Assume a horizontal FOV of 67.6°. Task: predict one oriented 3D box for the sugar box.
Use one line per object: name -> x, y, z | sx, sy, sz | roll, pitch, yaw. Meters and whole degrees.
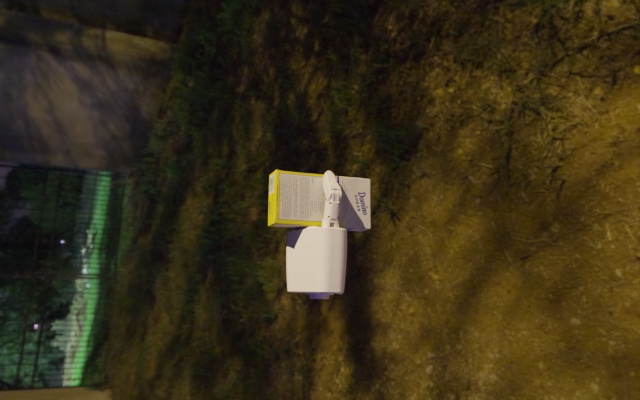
sugar box -> 0.000, 0.003, 0.827 | 0.176, 0.093, 0.048 | 6, -12, -23
